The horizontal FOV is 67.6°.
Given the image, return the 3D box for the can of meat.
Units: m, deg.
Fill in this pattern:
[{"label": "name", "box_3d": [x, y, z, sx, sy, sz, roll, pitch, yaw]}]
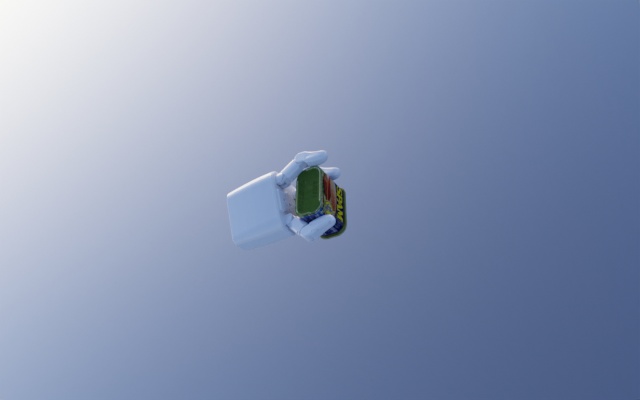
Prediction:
[{"label": "can of meat", "box_3d": [0.000, 0.003, 0.822, 0.057, 0.102, 0.084, -19, -38, 25]}]
